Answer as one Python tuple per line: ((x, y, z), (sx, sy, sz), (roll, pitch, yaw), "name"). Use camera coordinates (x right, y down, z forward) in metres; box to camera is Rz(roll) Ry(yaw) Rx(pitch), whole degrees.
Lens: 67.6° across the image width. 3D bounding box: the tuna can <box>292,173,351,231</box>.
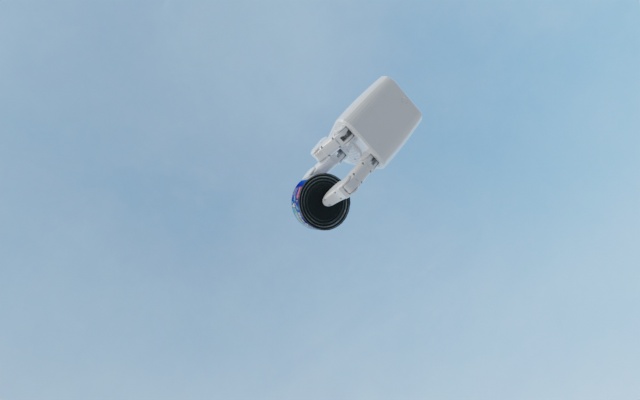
((0.000, 0.002, 0.723), (0.086, 0.086, 0.034), (0, -2, -26), "tuna can")
